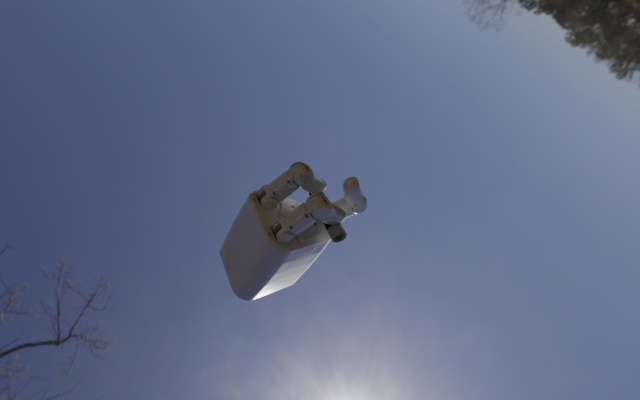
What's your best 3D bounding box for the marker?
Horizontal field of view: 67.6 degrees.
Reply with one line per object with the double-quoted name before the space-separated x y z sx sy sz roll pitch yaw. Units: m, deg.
"marker" 0.000 0.002 0.600 0.020 0.121 0.020 -17 -39 -14
